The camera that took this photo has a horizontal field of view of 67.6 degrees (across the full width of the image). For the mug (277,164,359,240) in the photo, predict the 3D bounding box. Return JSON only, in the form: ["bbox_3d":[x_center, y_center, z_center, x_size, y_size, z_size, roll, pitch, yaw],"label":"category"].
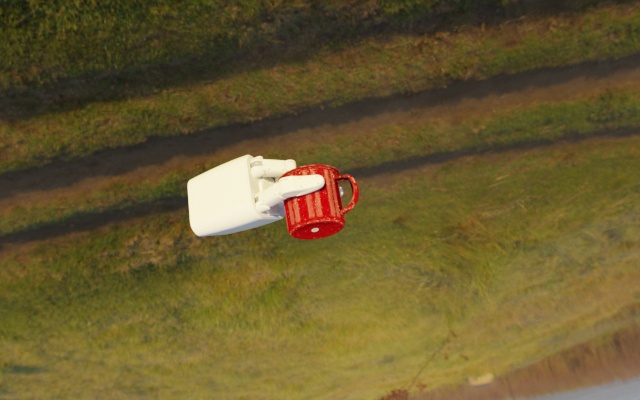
[{"bbox_3d":[0.001,0.002,0.676,0.117,0.081,0.093,-18,-23,19],"label":"mug"}]
